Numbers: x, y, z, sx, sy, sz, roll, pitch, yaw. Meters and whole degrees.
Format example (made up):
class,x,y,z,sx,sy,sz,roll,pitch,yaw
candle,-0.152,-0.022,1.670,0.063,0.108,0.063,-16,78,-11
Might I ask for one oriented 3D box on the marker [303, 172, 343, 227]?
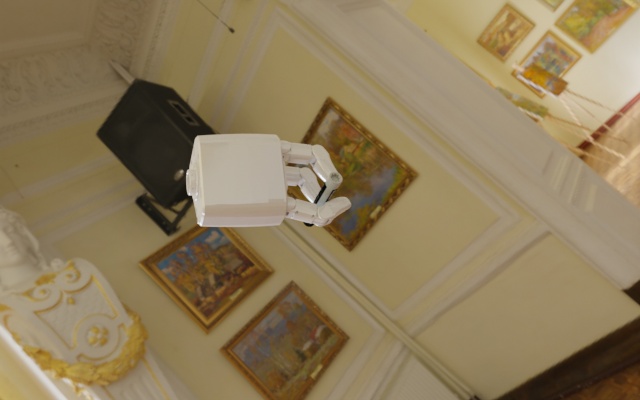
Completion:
class,x,y,z,sx,sy,sz,roll,pitch,yaw
marker,0.000,0.002,0.655,0.020,0.020,0.121,0,-31,-23
